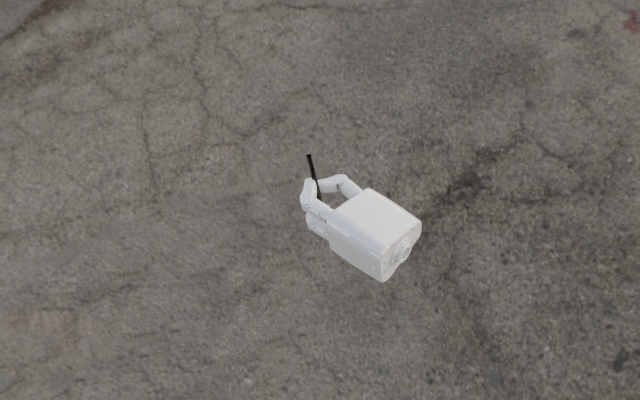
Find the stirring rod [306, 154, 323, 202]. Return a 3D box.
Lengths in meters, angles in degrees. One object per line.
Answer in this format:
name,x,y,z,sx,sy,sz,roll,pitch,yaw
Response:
stirring rod,0.000,0.003,0.838,0.011,0.011,0.240,0,-37,11
